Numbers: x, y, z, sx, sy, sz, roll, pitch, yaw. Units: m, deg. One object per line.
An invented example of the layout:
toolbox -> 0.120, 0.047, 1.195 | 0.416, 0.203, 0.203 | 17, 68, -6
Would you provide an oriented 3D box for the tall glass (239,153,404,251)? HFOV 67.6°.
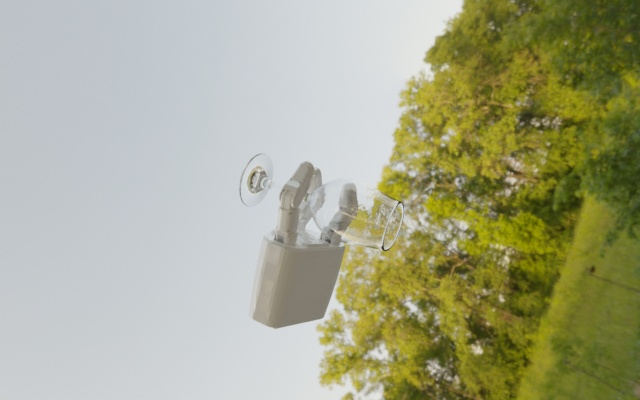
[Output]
tall glass -> 0.000, 0.002, 0.598 | 0.201, 0.079, 0.079 | 18, 8, 24
